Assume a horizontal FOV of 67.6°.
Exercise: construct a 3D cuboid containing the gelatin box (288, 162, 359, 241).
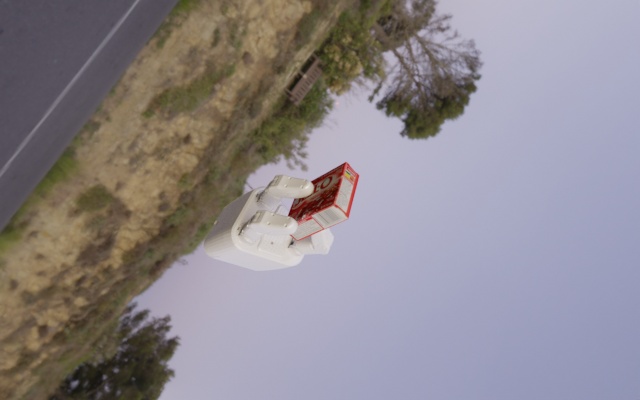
[{"bbox_3d":[0.001,0.002,0.576,0.089,0.073,0.030,-26,-58,38],"label":"gelatin box"}]
